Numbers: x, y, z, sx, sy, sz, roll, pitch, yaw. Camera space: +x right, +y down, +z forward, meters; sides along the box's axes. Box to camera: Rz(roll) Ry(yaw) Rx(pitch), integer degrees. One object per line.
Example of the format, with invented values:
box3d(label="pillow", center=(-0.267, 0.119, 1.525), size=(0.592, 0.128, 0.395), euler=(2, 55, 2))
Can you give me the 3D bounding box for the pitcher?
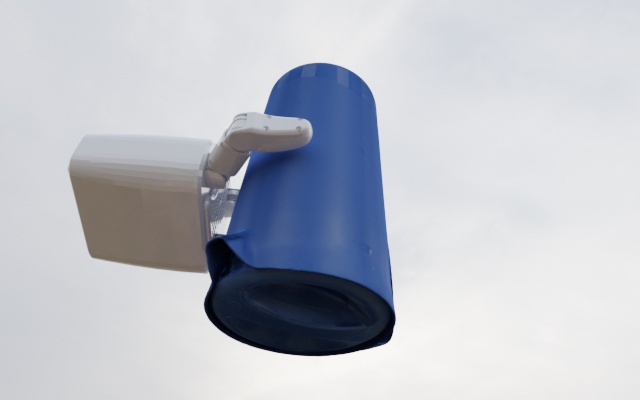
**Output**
box3d(label="pitcher", center=(0.000, 0.001, 0.410), size=(0.145, 0.242, 0.149), euler=(5, -40, 1))
